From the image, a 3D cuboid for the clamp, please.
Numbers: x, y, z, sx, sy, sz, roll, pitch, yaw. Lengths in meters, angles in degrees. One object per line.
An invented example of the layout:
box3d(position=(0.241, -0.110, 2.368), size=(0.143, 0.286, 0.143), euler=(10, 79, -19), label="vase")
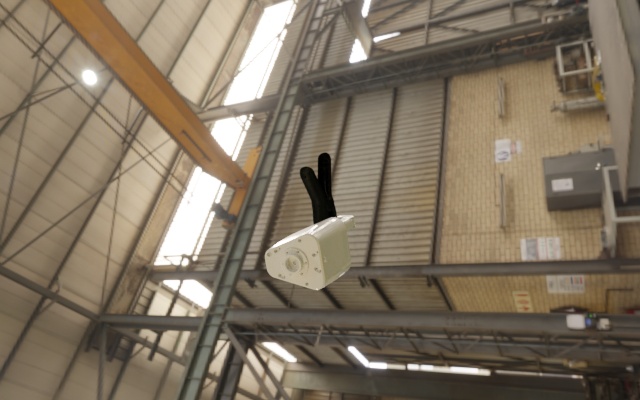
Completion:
box3d(position=(0.000, 0.003, 0.859), size=(0.039, 0.171, 0.120), euler=(-6, 8, 26), label="clamp")
